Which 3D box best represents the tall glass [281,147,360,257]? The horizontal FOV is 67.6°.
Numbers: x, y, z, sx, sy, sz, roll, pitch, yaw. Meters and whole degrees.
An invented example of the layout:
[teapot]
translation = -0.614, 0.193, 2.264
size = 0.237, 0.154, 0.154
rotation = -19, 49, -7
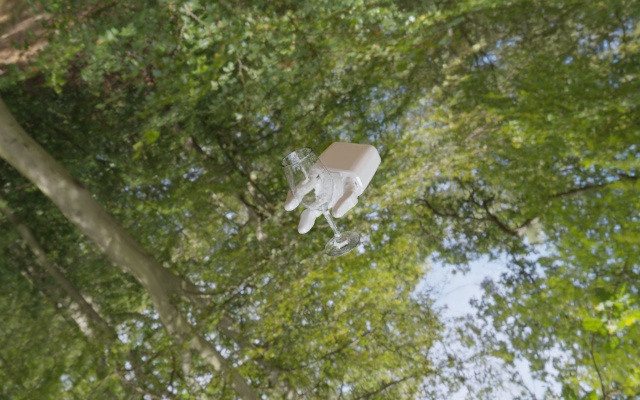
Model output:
[tall glass]
translation = 0.000, 0.003, 0.871
size = 0.079, 0.201, 0.079
rotation = -23, 26, 12
